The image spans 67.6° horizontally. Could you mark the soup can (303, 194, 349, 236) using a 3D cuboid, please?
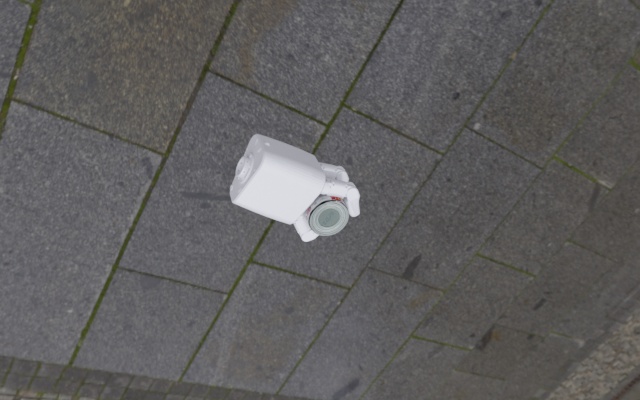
[{"bbox_3d":[0.001,0.003,0.785,0.068,0.068,0.102,0,31,-19],"label":"soup can"}]
